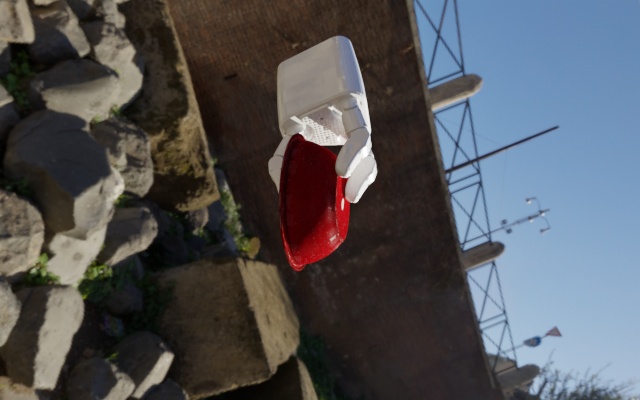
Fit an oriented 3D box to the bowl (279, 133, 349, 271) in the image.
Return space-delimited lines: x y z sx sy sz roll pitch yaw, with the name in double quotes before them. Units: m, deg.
"bowl" 0.000 0.003 0.558 0.055 0.162 0.162 1 0 12
